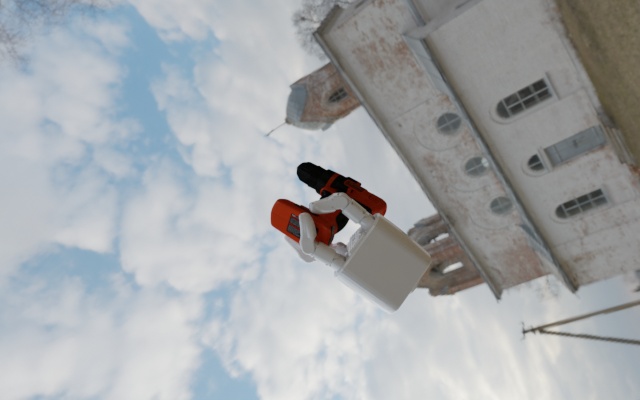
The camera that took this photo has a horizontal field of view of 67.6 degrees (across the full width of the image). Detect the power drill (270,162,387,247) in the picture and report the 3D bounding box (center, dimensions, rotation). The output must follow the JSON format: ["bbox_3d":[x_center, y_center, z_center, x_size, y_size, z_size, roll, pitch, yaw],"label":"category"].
[{"bbox_3d":[0.000,0.003,0.801,0.184,0.057,0.187,28,33,20],"label":"power drill"}]
